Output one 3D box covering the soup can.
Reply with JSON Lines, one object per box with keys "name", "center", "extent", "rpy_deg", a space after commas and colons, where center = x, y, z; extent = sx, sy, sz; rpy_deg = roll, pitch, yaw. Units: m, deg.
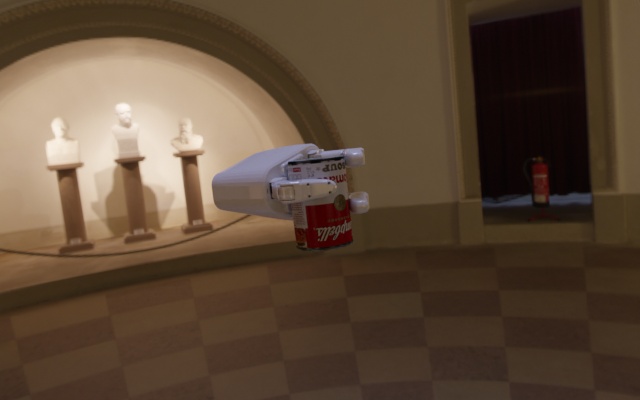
{"name": "soup can", "center": [0.000, 0.002, 0.555], "extent": [0.068, 0.102, 0.068], "rpy_deg": [-6, 6, 1]}
